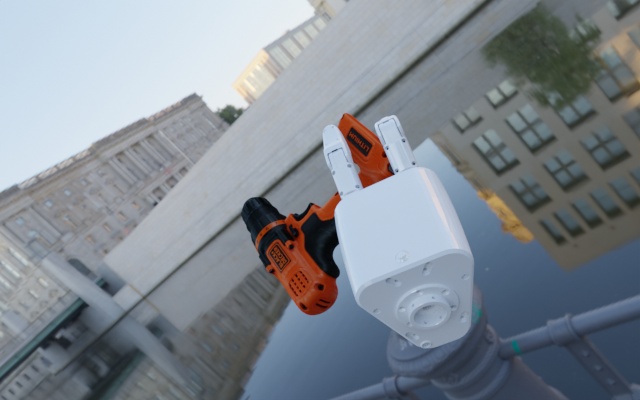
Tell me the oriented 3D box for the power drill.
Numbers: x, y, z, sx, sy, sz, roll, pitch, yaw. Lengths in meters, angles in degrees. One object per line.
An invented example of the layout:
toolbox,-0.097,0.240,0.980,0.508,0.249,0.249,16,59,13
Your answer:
power drill,0.000,0.001,0.521,0.057,0.188,0.184,26,16,-46
